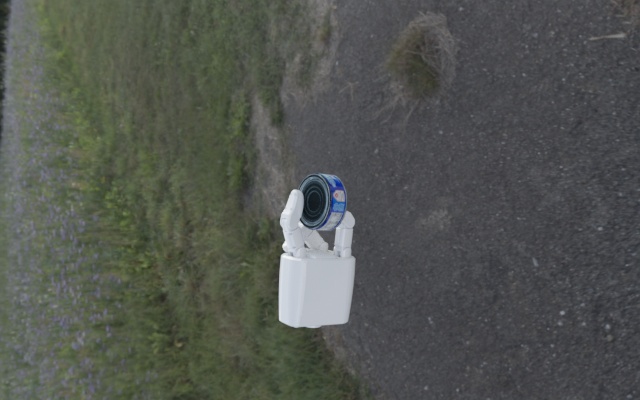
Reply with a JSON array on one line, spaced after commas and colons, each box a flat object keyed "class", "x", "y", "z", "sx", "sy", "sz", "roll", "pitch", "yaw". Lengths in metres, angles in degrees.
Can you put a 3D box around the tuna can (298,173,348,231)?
[{"class": "tuna can", "x": 0.000, "y": 0.002, "z": 0.716, "sx": 0.034, "sy": 0.086, "sz": 0.086, "roll": 5, "pitch": -3, "yaw": -39}]
